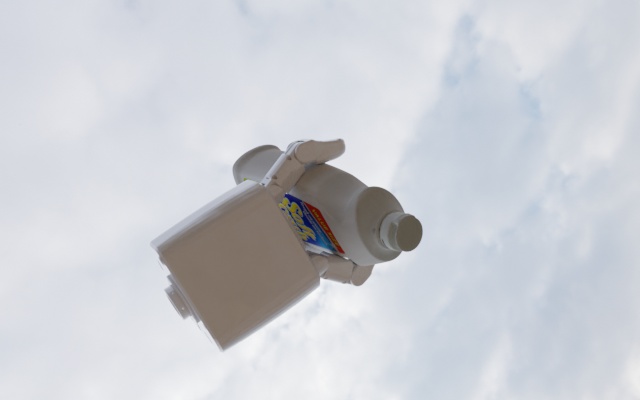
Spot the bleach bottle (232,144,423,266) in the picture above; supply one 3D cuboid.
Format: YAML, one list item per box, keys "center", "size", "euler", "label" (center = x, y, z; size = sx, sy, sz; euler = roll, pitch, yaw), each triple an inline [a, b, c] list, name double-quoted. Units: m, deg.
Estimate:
- center: [0.000, 0.002, 0.470]
  size: [0.068, 0.103, 0.251]
  euler: [-32, 23, -24]
  label: "bleach bottle"
